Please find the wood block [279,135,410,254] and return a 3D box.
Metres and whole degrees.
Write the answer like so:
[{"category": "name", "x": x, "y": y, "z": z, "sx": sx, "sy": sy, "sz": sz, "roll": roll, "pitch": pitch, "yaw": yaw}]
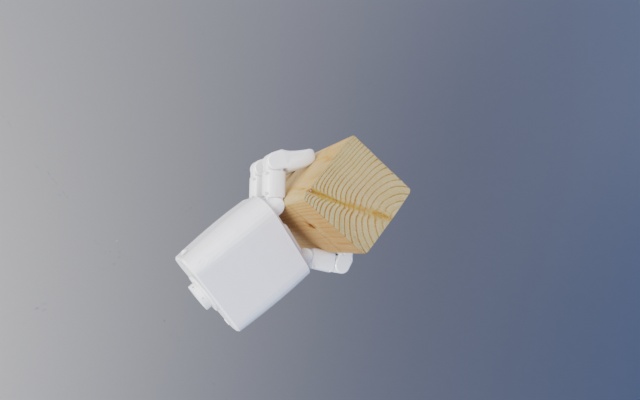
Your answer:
[{"category": "wood block", "x": 0.000, "y": 0.002, "z": 0.576, "sx": 0.091, "sy": 0.090, "sz": 0.206, "roll": 42, "pitch": -18, "yaw": -14}]
